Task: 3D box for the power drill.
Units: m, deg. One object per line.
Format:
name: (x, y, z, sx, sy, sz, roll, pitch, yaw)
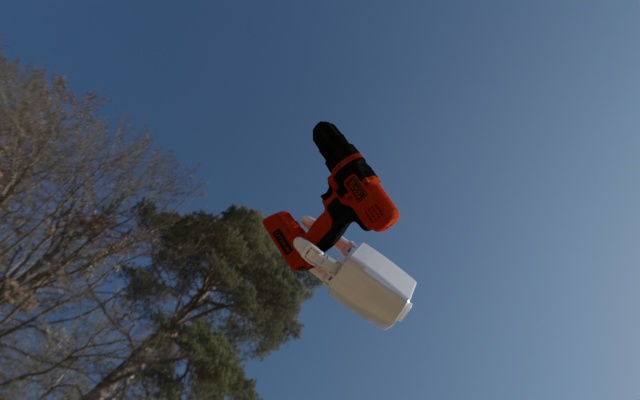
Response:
power drill: (0.000, 0.003, 0.708, 0.188, 0.184, 0.057, -42, -18, 27)
